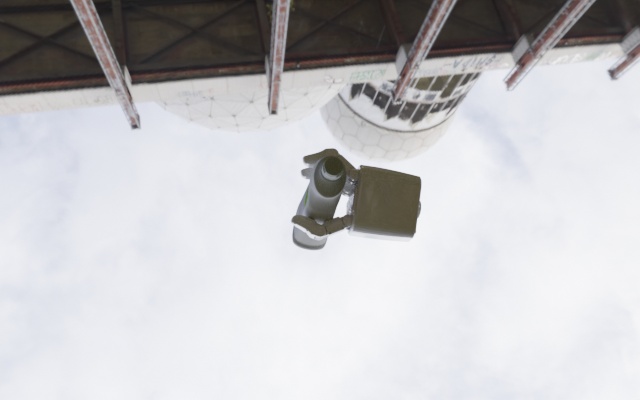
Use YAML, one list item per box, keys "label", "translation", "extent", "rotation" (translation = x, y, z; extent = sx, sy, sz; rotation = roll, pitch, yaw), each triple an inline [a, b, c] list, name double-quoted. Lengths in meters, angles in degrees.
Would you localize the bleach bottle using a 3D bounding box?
- label: "bleach bottle"
  translation: [0.000, 0.003, 0.794]
  extent: [0.068, 0.102, 0.251]
  rotation: [10, -22, -5]
